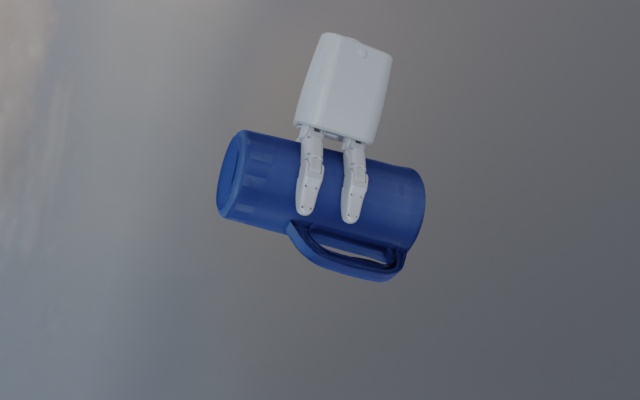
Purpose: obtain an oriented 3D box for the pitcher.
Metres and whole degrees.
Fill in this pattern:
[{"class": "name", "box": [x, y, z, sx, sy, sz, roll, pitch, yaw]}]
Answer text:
[{"class": "pitcher", "box": [0.000, 0.002, 0.596, 0.243, 0.145, 0.149, 14, 5, -22]}]
